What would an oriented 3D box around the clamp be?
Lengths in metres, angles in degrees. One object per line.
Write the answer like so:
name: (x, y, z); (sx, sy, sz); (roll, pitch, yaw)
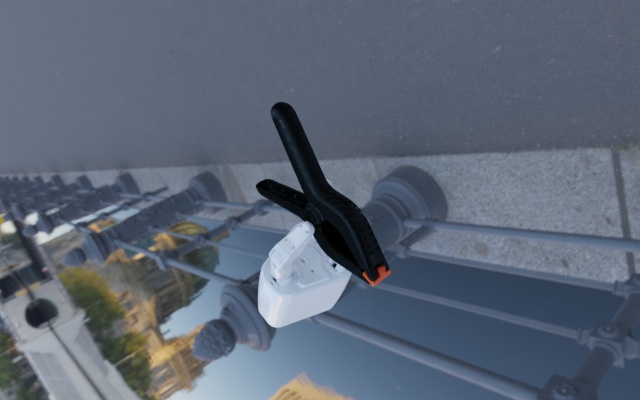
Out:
clamp: (0.000, 0.003, 0.525); (0.036, 0.210, 0.165); (-33, -24, -27)
